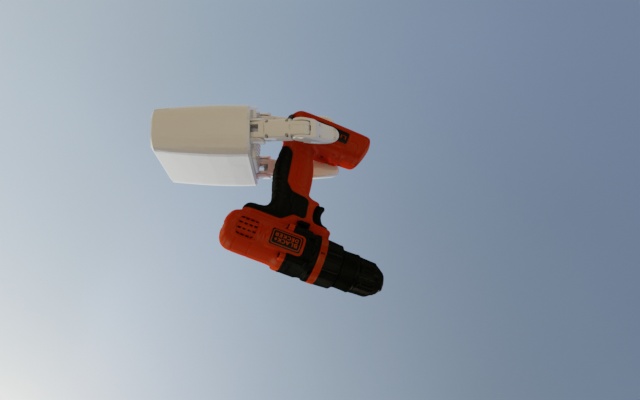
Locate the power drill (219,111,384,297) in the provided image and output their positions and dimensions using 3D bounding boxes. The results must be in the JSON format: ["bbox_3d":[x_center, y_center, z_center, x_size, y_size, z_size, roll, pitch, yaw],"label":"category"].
[{"bbox_3d":[0.000,0.001,0.541,0.184,0.187,0.057,22,-29,-9],"label":"power drill"}]
